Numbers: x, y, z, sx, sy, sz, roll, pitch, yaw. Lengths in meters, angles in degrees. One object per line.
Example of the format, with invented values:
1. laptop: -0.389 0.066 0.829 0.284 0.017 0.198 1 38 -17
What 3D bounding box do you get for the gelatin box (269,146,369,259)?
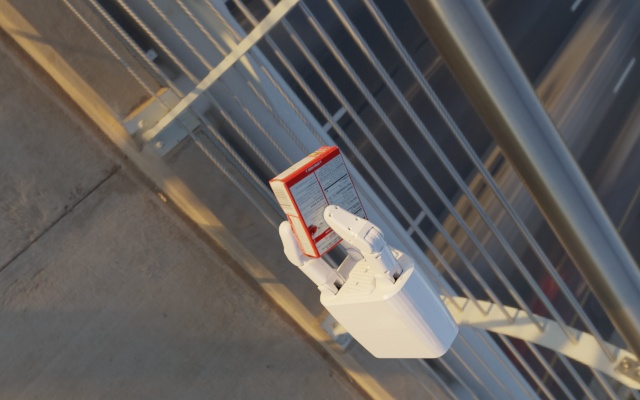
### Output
1. gelatin box: 0.000 0.001 0.473 0.073 0.089 0.030 -36 24 -29
